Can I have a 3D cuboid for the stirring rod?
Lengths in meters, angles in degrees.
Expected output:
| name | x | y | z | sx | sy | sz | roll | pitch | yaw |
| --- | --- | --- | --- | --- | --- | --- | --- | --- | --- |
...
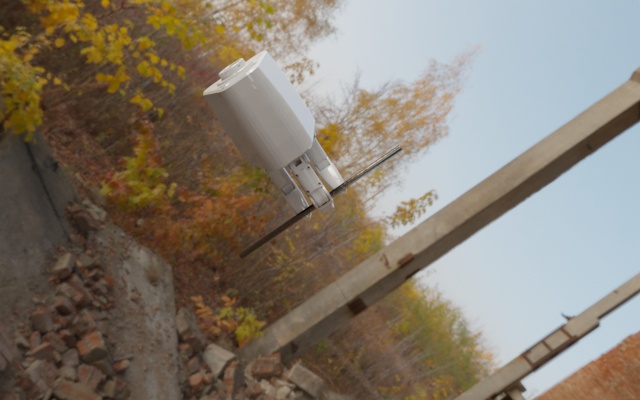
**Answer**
| name | x | y | z | sx | sy | sz | roll | pitch | yaw |
| --- | --- | --- | --- | --- | --- | --- | --- | --- | --- |
| stirring rod | 0.000 | 0.002 | 0.593 | 0.239 | 0.011 | 0.011 | -34 | 0 | 0 |
